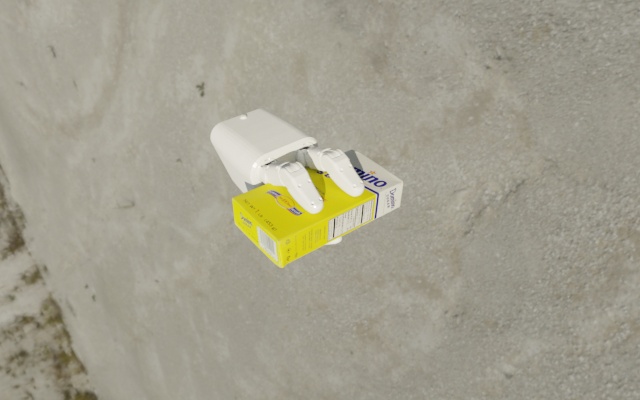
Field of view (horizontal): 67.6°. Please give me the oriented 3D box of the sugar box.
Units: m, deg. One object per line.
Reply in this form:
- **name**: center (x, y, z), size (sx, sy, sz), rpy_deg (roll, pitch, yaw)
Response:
- **sugar box**: center (0.000, 0.001, 0.543), size (0.176, 0.048, 0.093), rpy_deg (-27, 46, -29)
